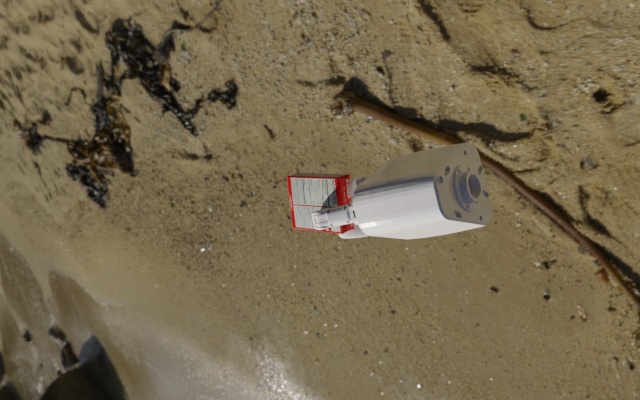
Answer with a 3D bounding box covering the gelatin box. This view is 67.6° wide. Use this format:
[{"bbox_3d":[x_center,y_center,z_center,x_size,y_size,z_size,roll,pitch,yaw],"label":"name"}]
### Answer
[{"bbox_3d":[0.000,0.002,0.624,0.089,0.073,0.030,4,15,40],"label":"gelatin box"}]
